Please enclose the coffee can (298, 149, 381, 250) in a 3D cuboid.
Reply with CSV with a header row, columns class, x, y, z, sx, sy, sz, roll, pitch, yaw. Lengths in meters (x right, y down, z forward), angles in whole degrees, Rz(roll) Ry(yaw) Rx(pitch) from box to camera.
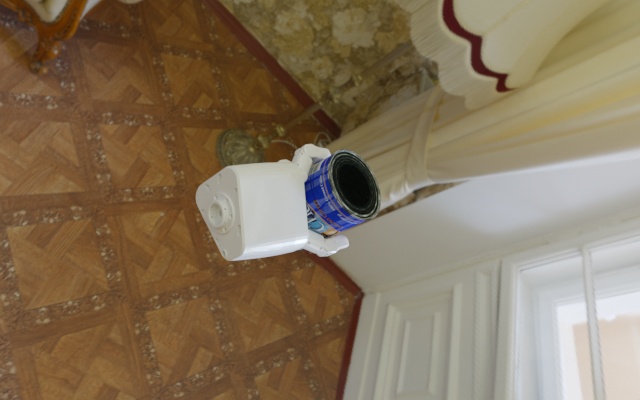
class,x,y,z,sx,sy,sz,roll,pitch,yaw
coffee can,0.000,0.002,0.683,0.140,0.102,0.103,-27,-18,39
